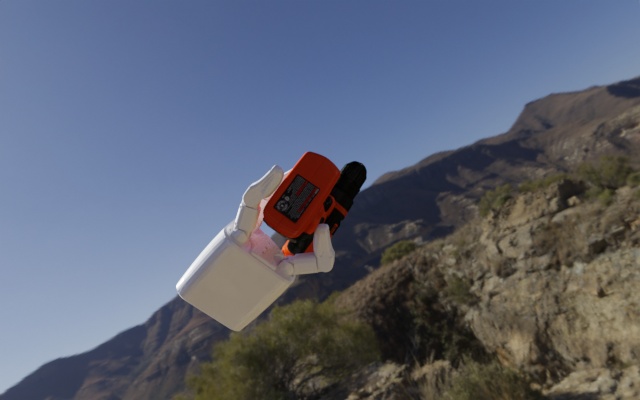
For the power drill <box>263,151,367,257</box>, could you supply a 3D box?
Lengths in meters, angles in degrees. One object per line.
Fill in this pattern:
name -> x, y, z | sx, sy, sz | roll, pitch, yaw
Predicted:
power drill -> 0.000, 0.002, 0.647 | 0.057, 0.184, 0.188 | 32, -8, 16
